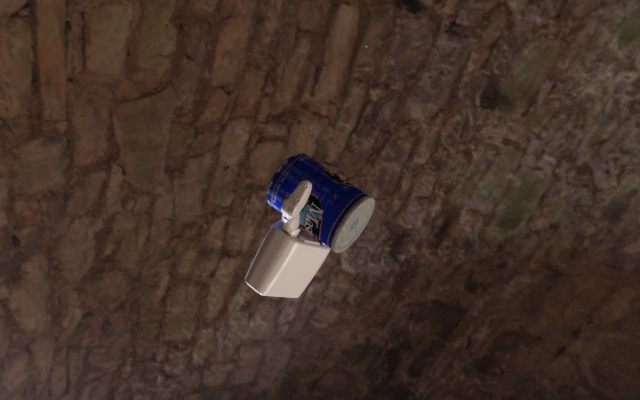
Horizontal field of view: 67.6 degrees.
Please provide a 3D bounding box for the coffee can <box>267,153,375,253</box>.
[{"bbox_3d":[0.000,0.002,0.758,0.140,0.103,0.103,34,14,22],"label":"coffee can"}]
